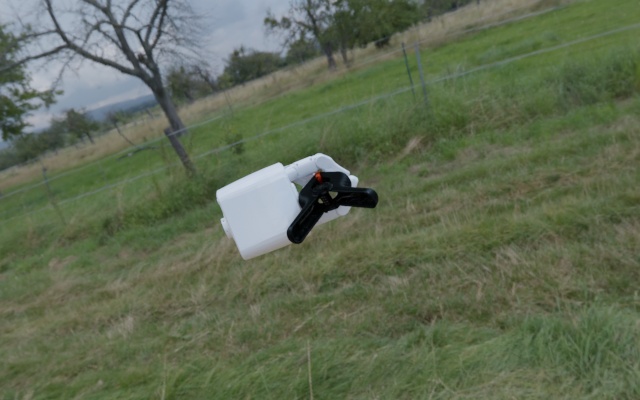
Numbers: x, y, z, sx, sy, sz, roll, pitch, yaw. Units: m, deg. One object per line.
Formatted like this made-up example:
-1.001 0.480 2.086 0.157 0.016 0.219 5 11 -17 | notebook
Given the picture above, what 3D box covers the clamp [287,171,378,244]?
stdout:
0.000 0.001 0.642 0.120 0.039 0.171 -23 17 -6 | clamp
